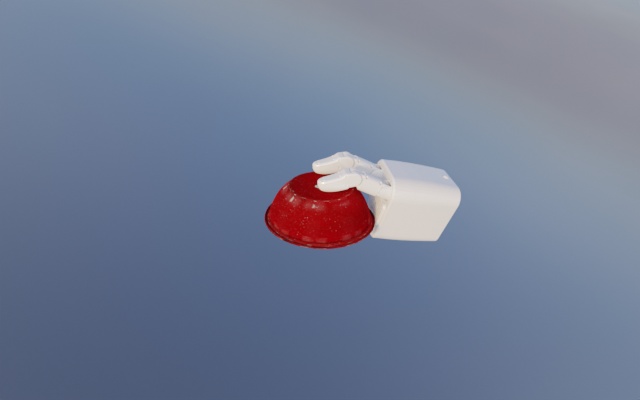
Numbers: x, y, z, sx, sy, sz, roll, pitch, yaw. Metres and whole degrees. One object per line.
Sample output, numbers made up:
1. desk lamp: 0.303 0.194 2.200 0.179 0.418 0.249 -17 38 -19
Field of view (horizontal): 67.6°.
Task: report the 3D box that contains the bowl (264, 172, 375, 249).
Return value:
1. bowl: -0.001 0.002 0.683 0.162 0.055 0.162 2 29 -1
